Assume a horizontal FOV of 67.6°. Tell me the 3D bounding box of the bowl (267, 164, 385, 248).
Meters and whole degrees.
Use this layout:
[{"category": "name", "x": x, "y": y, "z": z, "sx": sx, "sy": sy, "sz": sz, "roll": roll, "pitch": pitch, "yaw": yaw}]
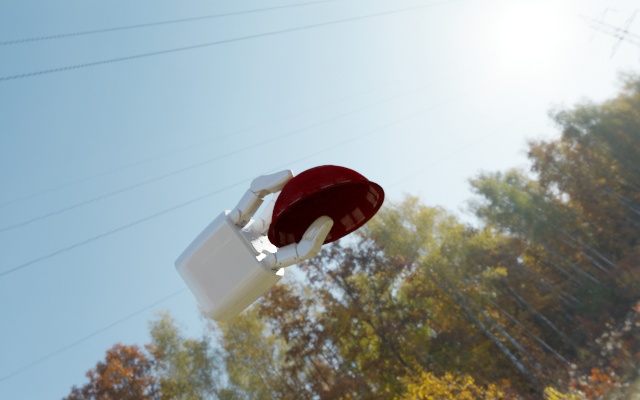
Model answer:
[{"category": "bowl", "x": 0.001, "y": 0.001, "z": 0.625, "sx": 0.162, "sy": 0.055, "sz": 0.162, "roll": -18, "pitch": -28, "yaw": -10}]
